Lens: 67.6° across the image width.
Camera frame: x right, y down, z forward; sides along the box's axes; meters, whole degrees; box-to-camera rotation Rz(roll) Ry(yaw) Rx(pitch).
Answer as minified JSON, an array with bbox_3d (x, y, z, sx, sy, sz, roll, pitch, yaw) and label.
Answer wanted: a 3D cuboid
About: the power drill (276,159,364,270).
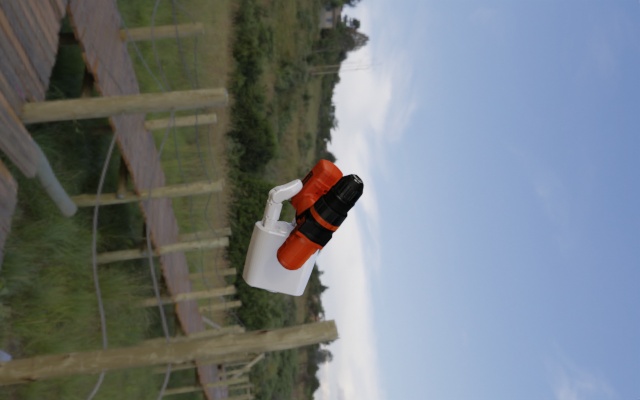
[{"bbox_3d":[0.000,0.003,0.768,0.057,0.184,0.187,36,22,-14],"label":"power drill"}]
